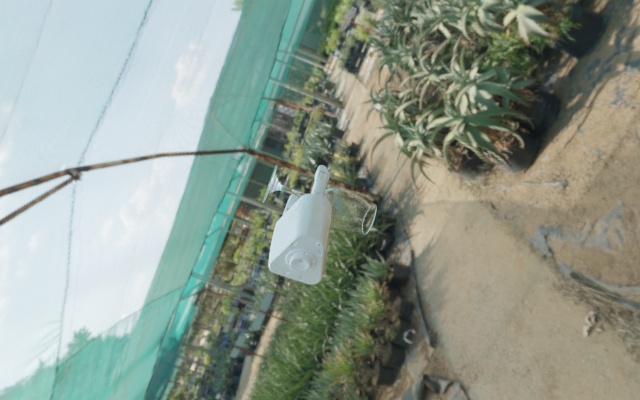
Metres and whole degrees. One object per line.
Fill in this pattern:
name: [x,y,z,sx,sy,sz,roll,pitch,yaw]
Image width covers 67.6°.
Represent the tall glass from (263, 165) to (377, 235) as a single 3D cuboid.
tall glass: [0.000,0.003,0.885,0.201,0.079,0.079,20,-3,-8]
